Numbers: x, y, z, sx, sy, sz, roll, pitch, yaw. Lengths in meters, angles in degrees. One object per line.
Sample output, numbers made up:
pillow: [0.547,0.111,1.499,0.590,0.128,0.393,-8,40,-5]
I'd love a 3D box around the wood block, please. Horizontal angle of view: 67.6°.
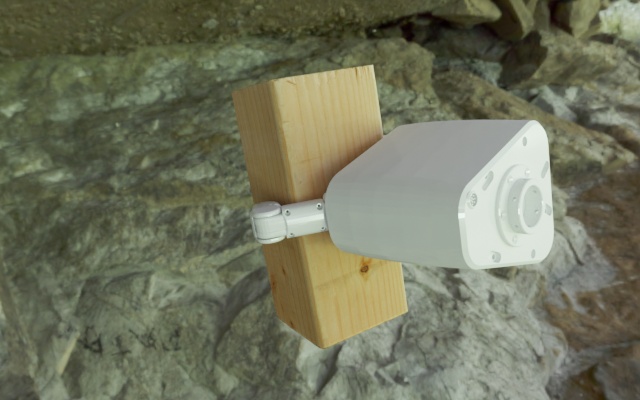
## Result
wood block: [0.000,0.002,0.403,0.091,0.206,0.090,-16,13,-27]
